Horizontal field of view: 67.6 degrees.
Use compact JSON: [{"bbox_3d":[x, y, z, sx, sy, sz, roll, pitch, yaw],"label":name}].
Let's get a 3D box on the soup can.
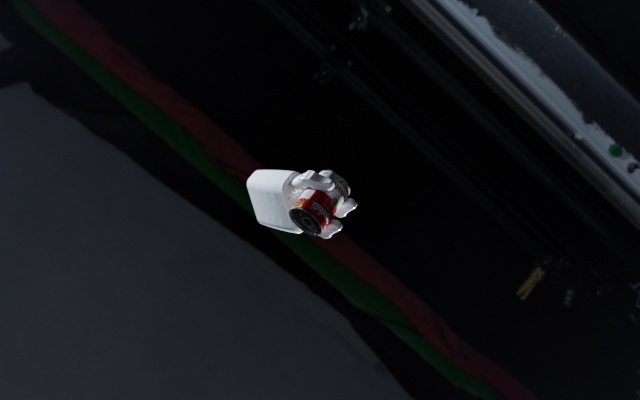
[{"bbox_3d":[0.001,0.003,0.844,0.068,0.068,0.102,0,43,46],"label":"soup can"}]
